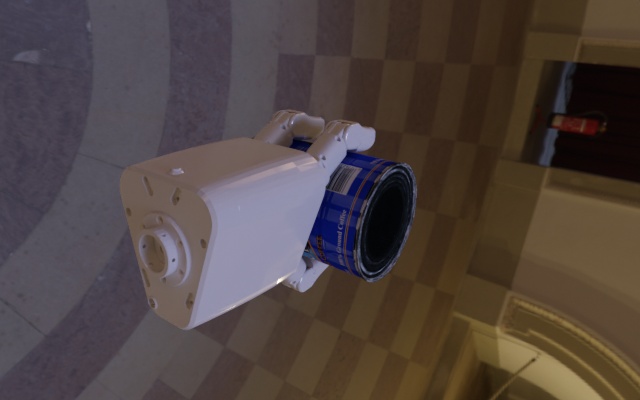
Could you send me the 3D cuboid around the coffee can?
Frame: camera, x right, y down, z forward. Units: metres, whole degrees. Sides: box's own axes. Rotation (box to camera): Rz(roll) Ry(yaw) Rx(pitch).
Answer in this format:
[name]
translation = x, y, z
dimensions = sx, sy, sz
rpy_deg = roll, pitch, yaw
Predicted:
[coffee can]
translation = 0.000, 0.001, 0.429
dimensions = 0.140, 0.103, 0.103
rpy_deg = 17, 9, 31
